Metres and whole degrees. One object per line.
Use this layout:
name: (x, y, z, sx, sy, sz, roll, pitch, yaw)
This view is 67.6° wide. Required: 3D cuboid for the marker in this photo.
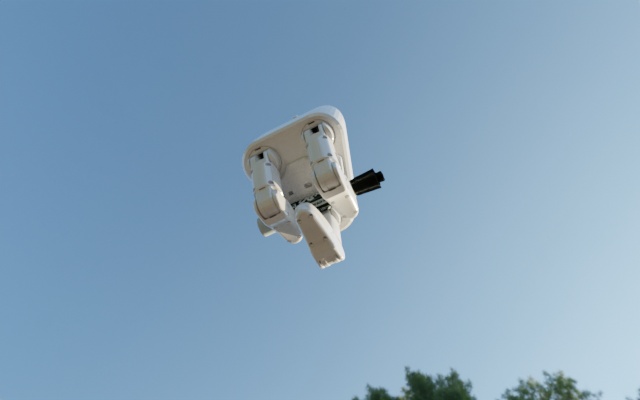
marker: (0.000, 0.001, 0.428, 0.121, 0.020, 0.020, -23, -5, 11)
